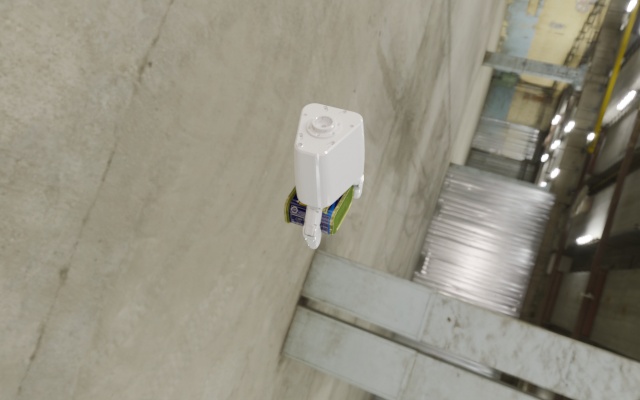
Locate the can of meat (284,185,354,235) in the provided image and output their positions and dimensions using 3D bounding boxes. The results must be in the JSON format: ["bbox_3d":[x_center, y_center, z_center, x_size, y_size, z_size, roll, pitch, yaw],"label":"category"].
[{"bbox_3d":[0.000,0.003,0.783,0.084,0.057,0.102,17,48,17],"label":"can of meat"}]
